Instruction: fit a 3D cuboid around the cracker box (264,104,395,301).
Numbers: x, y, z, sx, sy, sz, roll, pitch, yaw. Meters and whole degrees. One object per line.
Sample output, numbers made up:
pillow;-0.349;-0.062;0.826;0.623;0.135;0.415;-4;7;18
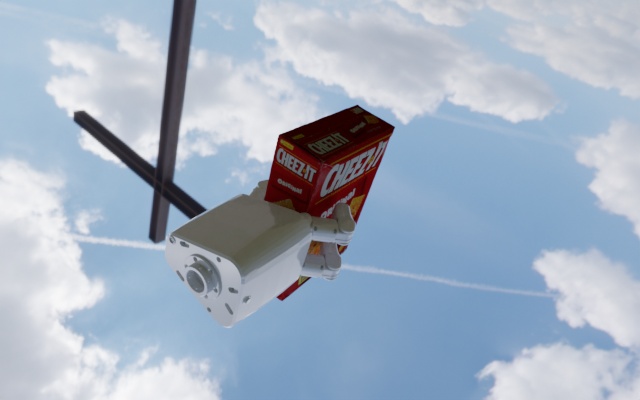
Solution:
cracker box;0.000;0.002;0.610;0.072;0.214;0.164;34;37;21
